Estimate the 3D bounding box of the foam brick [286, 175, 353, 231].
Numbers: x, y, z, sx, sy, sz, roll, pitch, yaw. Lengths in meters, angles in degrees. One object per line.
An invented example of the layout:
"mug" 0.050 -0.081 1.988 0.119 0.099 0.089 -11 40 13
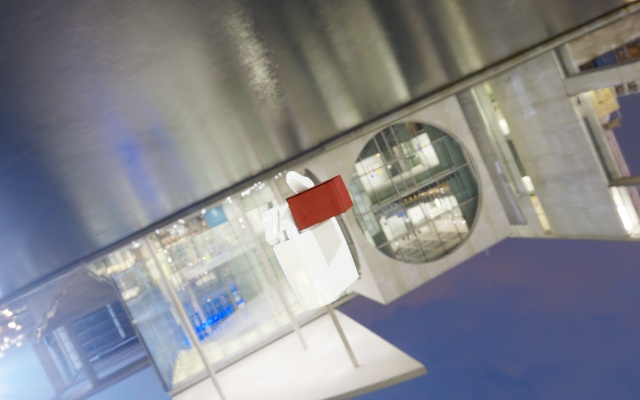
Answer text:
"foam brick" 0.000 0.002 0.691 0.078 0.051 0.053 -23 3 20
